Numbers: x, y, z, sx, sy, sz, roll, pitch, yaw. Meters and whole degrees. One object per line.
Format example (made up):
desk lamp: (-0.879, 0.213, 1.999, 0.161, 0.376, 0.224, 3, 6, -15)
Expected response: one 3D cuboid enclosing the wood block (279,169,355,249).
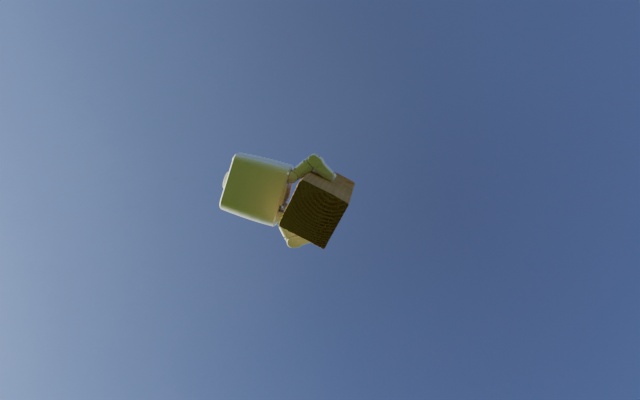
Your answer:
wood block: (0.000, 0.002, 0.876, 0.090, 0.091, 0.206, 27, 14, 1)
